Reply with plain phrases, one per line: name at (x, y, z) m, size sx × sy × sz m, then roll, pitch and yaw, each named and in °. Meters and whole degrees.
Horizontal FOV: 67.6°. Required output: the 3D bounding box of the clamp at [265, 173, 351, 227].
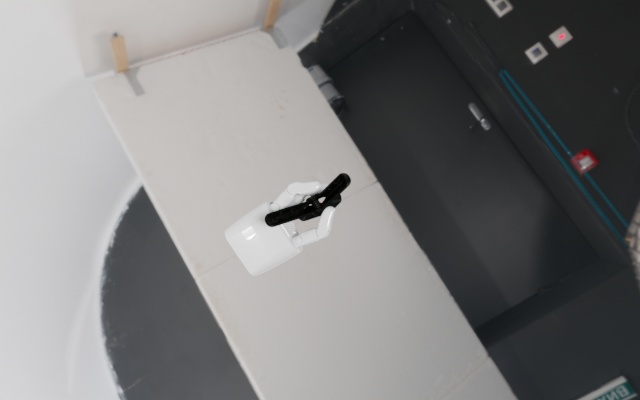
clamp at (0.000, 0.004, 0.899) m, size 0.164 × 0.036 × 0.210 m, roll -29°, pitch -9°, yaw 13°
